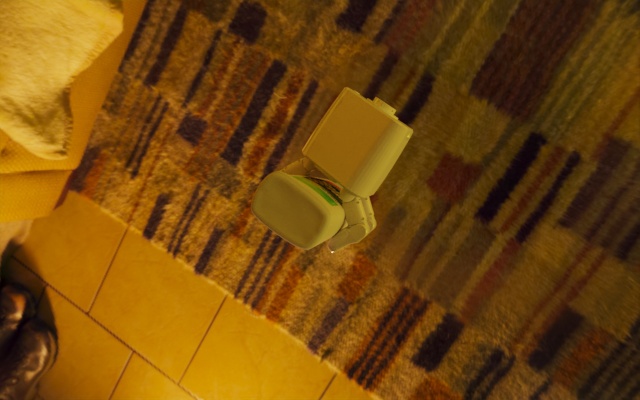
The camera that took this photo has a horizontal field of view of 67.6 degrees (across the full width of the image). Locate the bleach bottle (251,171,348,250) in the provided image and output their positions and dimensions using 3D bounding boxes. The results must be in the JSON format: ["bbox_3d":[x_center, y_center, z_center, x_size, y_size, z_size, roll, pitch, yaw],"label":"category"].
[{"bbox_3d":[0.000,0.002,0.678,0.102,0.068,0.251,36,14,10],"label":"bleach bottle"}]
